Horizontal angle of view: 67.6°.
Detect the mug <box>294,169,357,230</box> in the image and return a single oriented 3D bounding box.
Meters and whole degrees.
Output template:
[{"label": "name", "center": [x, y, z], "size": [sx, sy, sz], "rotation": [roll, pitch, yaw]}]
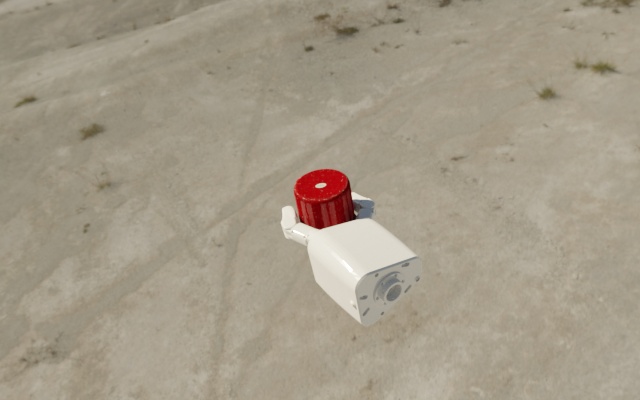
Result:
[{"label": "mug", "center": [-0.001, 0.001, 0.708], "size": [0.093, 0.082, 0.117], "rotation": [-28, 40, -22]}]
